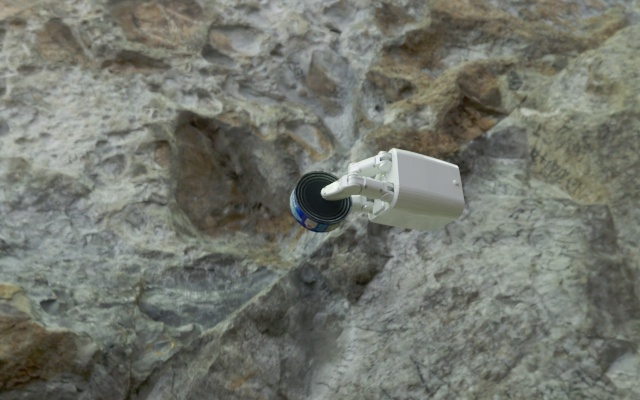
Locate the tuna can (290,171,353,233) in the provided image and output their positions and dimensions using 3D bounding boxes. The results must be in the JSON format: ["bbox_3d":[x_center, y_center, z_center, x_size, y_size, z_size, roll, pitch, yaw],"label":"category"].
[{"bbox_3d":[0.000,0.003,0.682,0.086,0.086,0.034,0,-30,-22],"label":"tuna can"}]
